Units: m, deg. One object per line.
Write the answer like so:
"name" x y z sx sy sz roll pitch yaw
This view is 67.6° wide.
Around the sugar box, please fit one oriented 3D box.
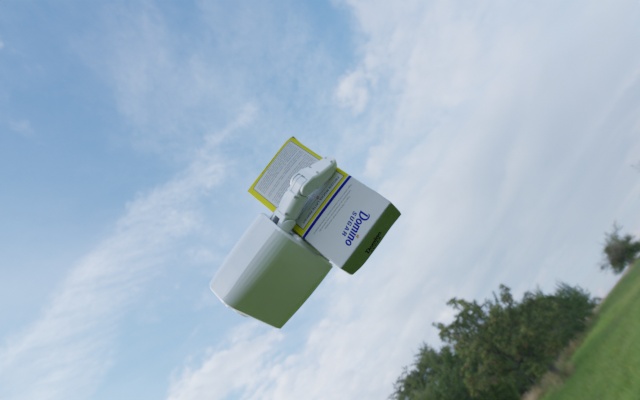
"sugar box" 0.000 0.002 0.574 0.176 0.093 0.048 38 -1 33
